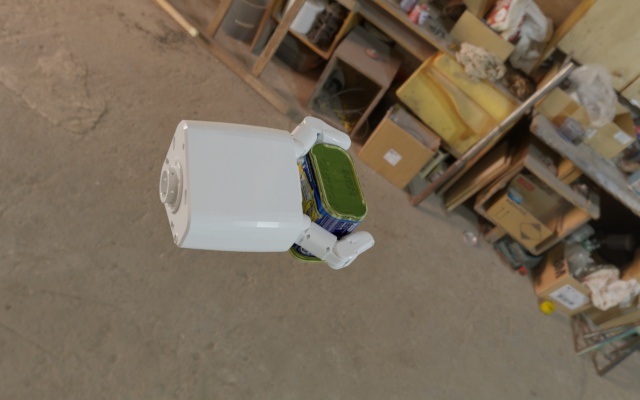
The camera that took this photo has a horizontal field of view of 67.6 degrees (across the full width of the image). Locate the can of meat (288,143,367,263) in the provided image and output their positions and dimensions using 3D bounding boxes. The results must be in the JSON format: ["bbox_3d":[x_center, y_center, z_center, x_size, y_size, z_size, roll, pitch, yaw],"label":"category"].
[{"bbox_3d":[0.000,0.002,0.508,0.057,0.102,0.084,7,-39,-29],"label":"can of meat"}]
